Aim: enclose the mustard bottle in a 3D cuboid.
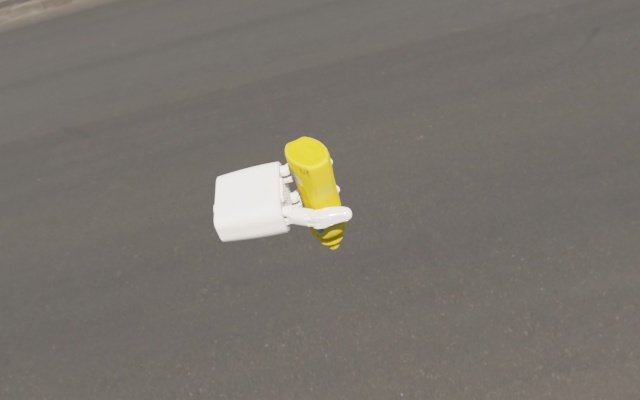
[{"bbox_3d":[0.000,0.002,0.740,0.058,0.192,0.096,-26,37,-14],"label":"mustard bottle"}]
